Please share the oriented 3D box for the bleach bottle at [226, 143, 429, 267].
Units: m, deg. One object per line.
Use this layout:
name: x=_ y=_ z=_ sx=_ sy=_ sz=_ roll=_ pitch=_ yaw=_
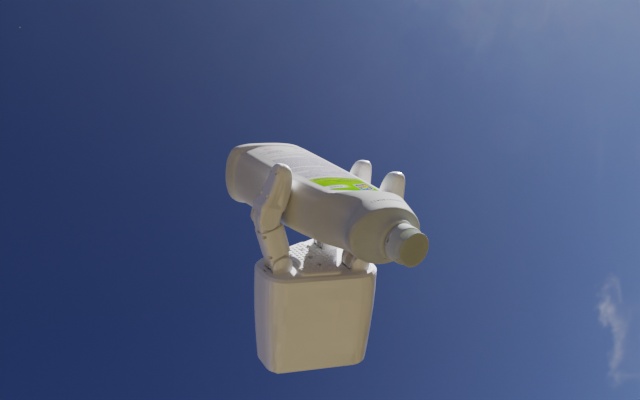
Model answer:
bleach bottle: x=0.000 y=0.001 z=0.457 sx=0.102 sy=0.068 sz=0.250 roll=-7 pitch=21 yaw=-30
